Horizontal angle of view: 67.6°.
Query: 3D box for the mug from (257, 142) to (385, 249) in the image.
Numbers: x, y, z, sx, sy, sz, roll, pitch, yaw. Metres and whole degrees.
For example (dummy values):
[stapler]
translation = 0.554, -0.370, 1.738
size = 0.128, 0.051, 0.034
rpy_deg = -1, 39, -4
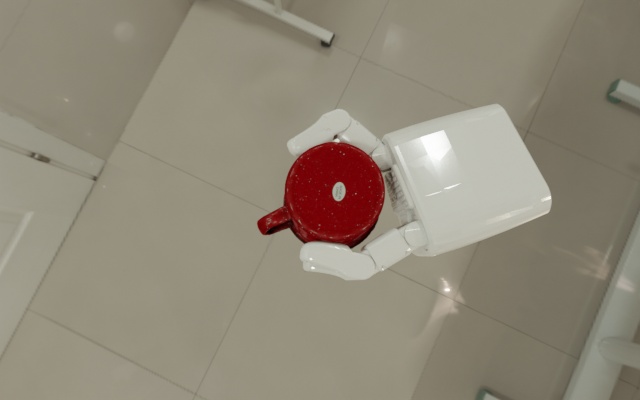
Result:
[mug]
translation = -0.001, 0.002, 0.415
size = 0.117, 0.093, 0.081
rpy_deg = -20, -8, -3
